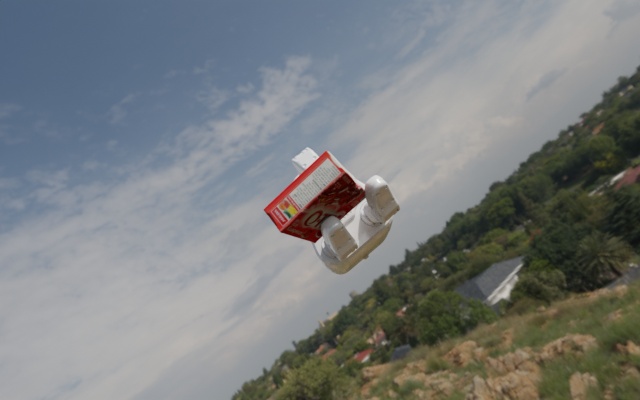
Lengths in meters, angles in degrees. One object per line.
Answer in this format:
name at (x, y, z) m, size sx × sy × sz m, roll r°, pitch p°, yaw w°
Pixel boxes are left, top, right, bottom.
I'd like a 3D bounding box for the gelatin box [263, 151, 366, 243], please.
gelatin box at (0.000, 0.001, 0.426) m, size 0.073 × 0.030 × 0.089 m, roll -42°, pitch -21°, yaw 6°
